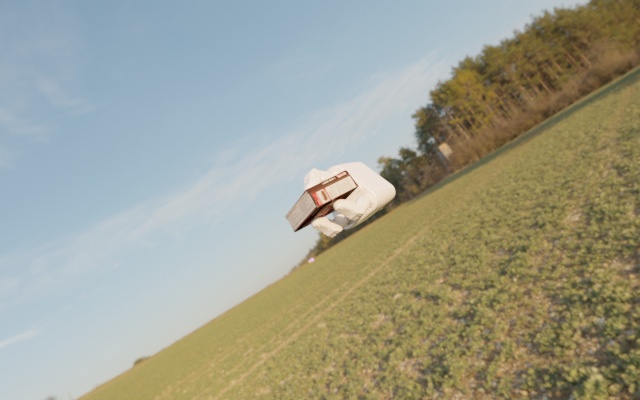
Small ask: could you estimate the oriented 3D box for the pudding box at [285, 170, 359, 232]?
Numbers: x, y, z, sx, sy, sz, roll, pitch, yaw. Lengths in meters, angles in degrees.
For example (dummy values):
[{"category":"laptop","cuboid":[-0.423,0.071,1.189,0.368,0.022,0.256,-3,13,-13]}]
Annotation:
[{"category":"pudding box","cuboid":[0.000,0.002,0.798,0.090,0.039,0.113,-28,-13,-31]}]
